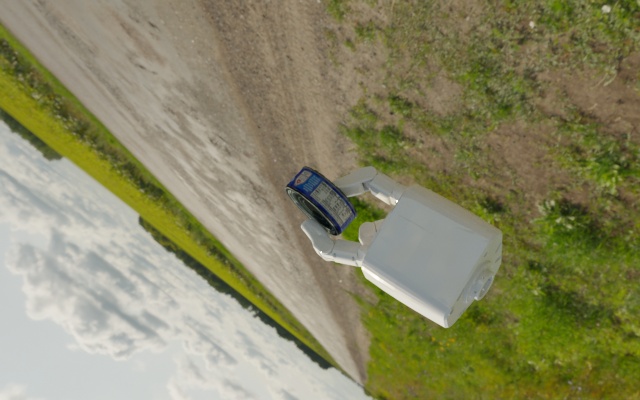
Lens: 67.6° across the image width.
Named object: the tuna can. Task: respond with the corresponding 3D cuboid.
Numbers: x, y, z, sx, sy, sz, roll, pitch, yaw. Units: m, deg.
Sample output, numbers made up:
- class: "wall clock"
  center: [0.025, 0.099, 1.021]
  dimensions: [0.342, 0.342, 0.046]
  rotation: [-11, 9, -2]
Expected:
- class: "tuna can"
  center: [0.000, 0.002, 0.556]
  dimensions: [0.086, 0.033, 0.086]
  rotation: [40, -12, 10]
